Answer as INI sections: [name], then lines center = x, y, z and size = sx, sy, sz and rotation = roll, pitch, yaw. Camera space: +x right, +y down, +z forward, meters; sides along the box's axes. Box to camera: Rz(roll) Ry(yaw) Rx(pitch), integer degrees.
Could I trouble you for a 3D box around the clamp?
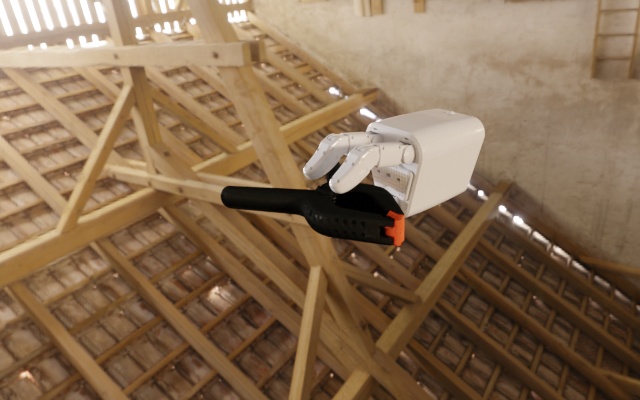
[clamp]
center = 0.001, 0.003, 0.508
size = 0.164, 0.036, 0.210
rotation = -18, 28, -27
